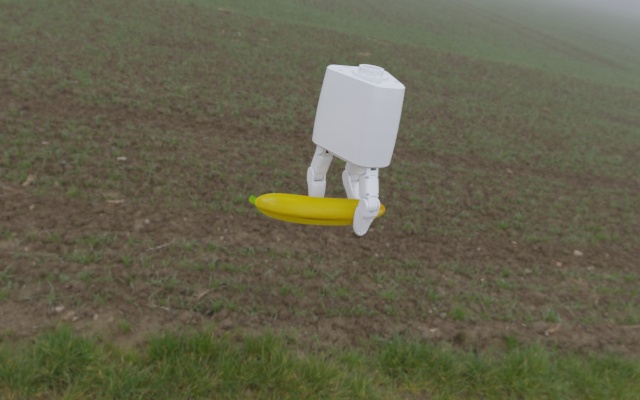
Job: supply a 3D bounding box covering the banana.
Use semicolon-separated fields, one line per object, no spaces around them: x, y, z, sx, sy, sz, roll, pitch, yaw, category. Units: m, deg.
-0.003;0.009;0.664;0.198;0.037;0.069;6;23;-4;banana
